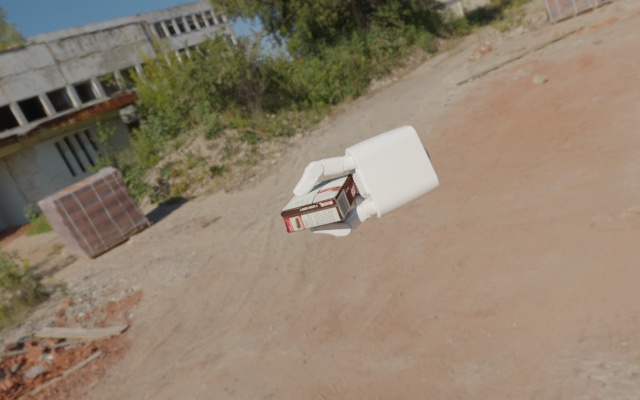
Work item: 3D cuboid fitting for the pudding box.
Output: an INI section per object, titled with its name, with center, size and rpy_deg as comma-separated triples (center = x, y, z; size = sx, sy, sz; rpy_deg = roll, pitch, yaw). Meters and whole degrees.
[pudding box]
center = 0.000, 0.002, 0.717
size = 0.090, 0.039, 0.113
rpy_deg = -15, 15, 20
